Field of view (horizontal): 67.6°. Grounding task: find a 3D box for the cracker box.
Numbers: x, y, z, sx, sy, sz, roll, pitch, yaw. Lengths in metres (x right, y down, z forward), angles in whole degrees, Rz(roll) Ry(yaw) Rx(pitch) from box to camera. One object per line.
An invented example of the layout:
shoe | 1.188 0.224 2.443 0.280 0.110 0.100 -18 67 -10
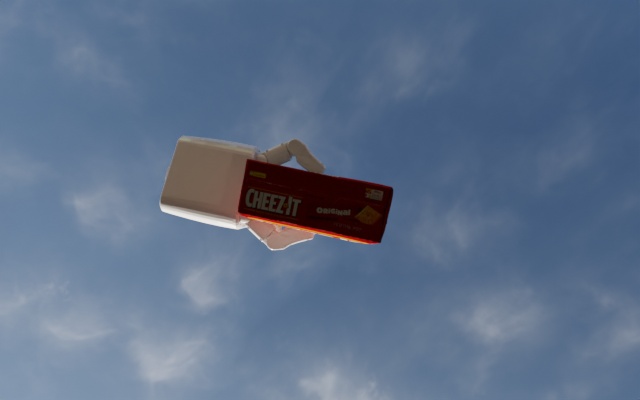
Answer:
cracker box | 0.000 0.002 0.617 0.164 0.072 0.213 11 1 4
